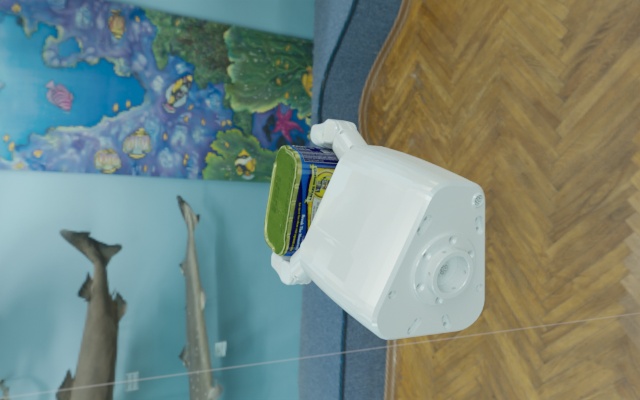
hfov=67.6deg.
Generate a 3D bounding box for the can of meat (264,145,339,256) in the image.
[{"bbox_3d":[0.000,0.001,0.437,0.084,0.102,0.057,1,19,-28],"label":"can of meat"}]
